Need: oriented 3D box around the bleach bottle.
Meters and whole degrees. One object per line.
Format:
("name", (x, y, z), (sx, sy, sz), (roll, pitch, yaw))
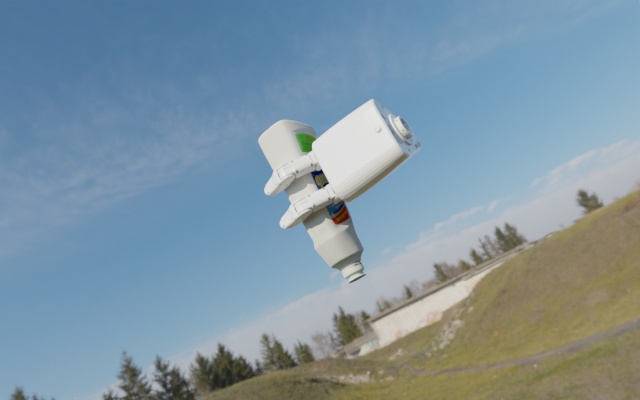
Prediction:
("bleach bottle", (0.000, 0.002, 0.702), (0.068, 0.250, 0.102), (-36, -19, 25))
